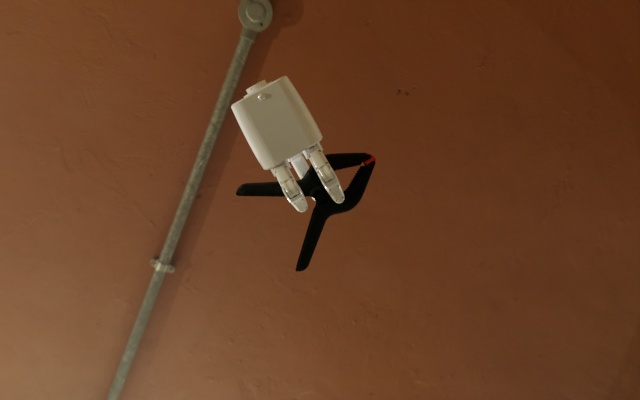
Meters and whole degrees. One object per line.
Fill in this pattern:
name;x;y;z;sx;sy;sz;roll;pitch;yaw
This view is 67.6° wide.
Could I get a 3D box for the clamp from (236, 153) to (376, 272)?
clamp;0.000;0.002;0.735;0.210;0.164;0.036;-29;14;1
